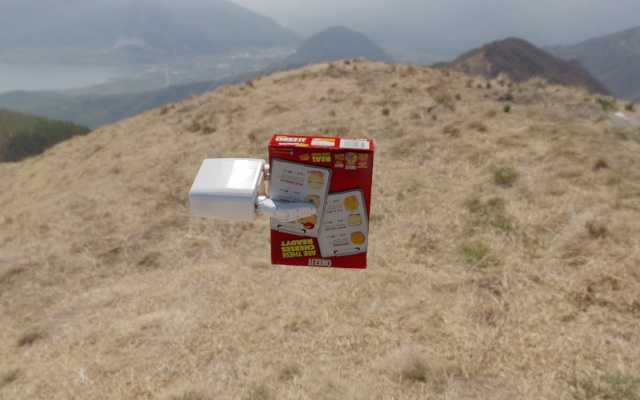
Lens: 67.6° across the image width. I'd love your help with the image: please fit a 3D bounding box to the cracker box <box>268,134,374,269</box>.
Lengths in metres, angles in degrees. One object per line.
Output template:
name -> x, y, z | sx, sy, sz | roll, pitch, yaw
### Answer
cracker box -> 0.000, 0.003, 0.789 | 0.164, 0.214, 0.072 | 3, 25, 3
